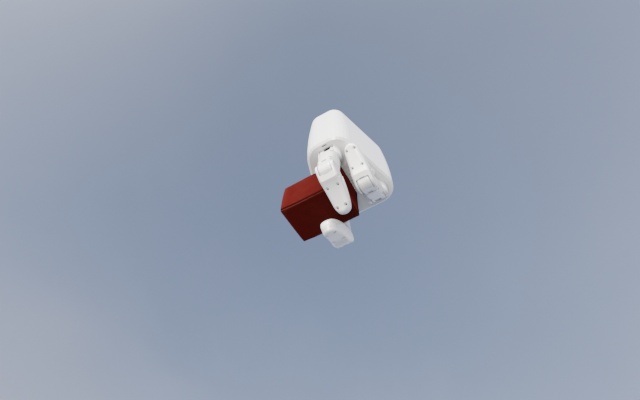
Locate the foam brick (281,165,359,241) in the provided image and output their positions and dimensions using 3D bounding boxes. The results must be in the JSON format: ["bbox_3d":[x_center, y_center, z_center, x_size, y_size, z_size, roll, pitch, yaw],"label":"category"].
[{"bbox_3d":[0.000,0.002,0.567,0.078,0.053,0.051,-26,28,14],"label":"foam brick"}]
